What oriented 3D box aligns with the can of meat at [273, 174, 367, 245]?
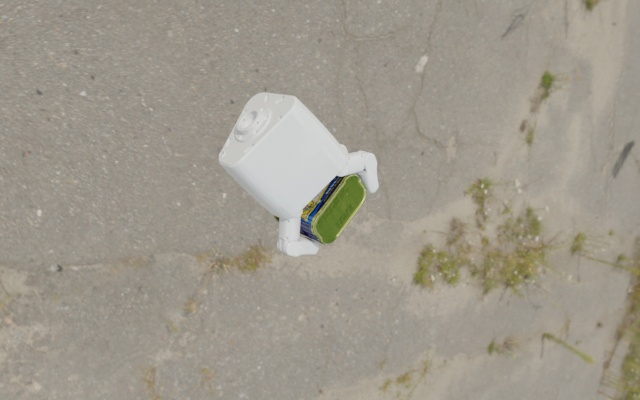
[{"bbox_3d":[0.000,0.002,0.632,0.084,0.102,0.057,20,-23,47],"label":"can of meat"}]
